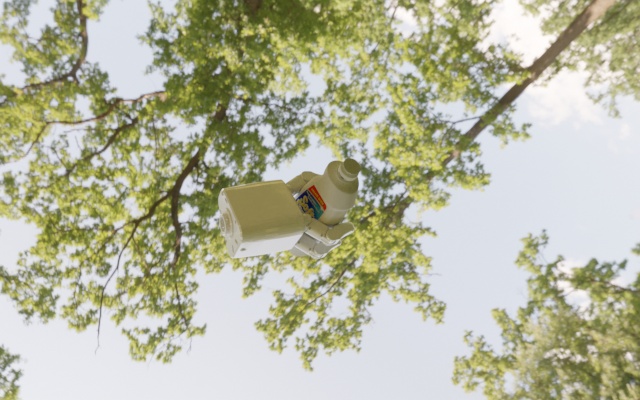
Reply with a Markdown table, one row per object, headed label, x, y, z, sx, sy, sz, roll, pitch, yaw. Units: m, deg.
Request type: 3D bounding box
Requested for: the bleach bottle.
| label | x | y | z | sx | sy | sz | roll | pitch | yaw |
| --- | --- | --- | --- | --- | --- | --- | --- | --- | --- |
| bleach bottle | 0.000 | 0.003 | 0.805 | 0.068 | 0.102 | 0.251 | -7 | -26 | -27 |
